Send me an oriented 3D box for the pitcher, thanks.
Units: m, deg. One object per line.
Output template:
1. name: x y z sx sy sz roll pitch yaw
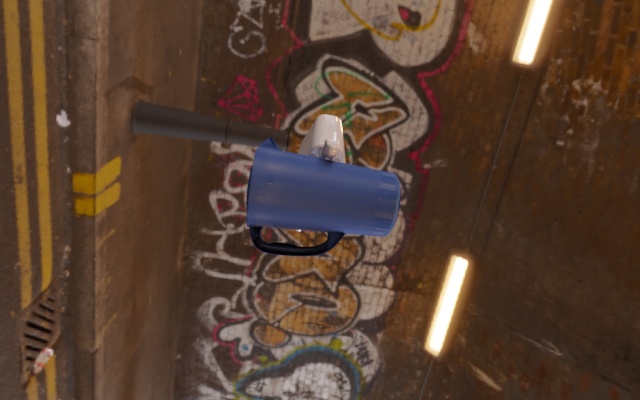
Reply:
1. pitcher: 0.000 0.002 0.786 0.243 0.149 0.145 8 41 -5
